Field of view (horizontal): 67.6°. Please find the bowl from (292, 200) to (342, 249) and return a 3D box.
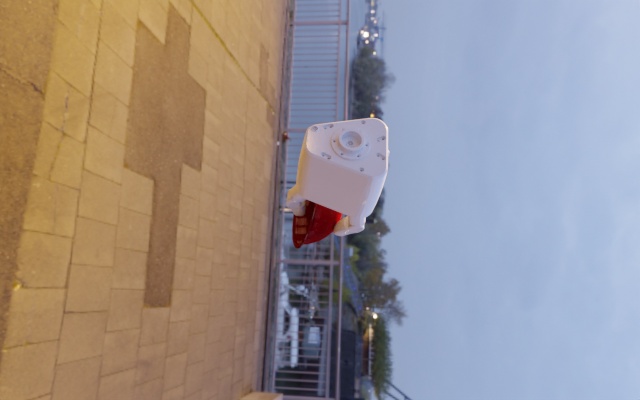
[{"bbox_3d":[0.000,0.003,0.775,0.055,0.162,0.162,11,-3,-14],"label":"bowl"}]
